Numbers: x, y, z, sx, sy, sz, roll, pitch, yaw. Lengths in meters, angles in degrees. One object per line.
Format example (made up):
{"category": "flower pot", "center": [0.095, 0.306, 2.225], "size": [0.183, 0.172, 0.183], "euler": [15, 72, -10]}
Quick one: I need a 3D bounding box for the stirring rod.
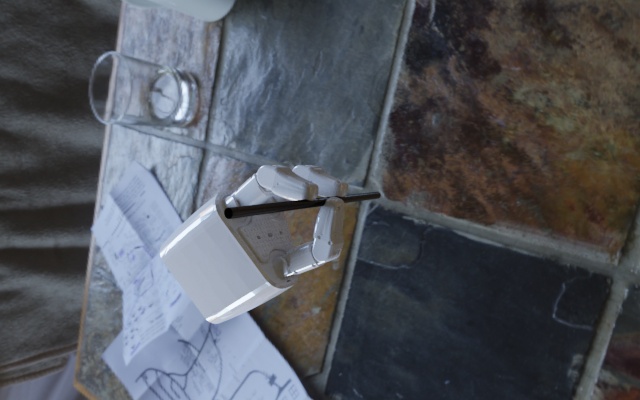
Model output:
{"category": "stirring rod", "center": [0.000, 0.001, 0.431], "size": [0.011, 0.011, 0.239], "euler": [0, 4, 32]}
